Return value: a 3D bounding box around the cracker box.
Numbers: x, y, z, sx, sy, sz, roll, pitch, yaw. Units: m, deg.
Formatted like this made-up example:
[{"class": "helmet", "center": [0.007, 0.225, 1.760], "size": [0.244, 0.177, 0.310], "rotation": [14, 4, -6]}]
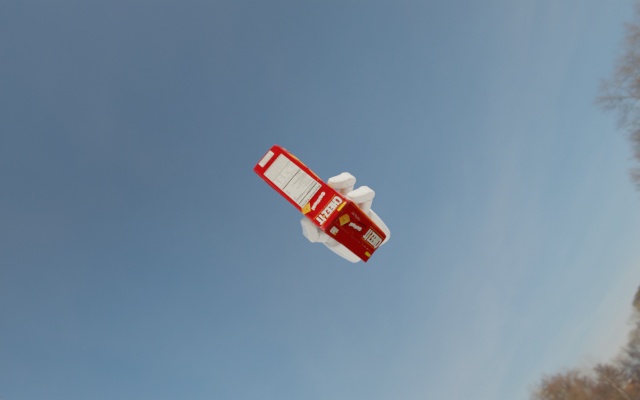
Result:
[{"class": "cracker box", "center": [0.000, 0.003, 0.858], "size": [0.213, 0.072, 0.164], "rotation": [39, 0, 38]}]
